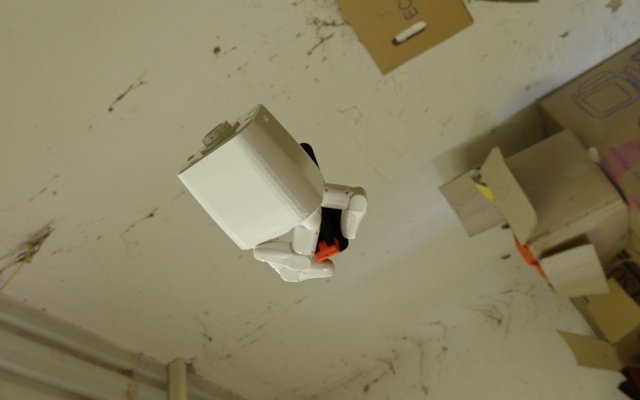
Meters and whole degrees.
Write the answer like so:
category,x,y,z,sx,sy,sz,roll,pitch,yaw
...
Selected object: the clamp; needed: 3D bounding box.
category,x,y,z,sx,sy,sz,roll,pitch,yaw
clamp,0.000,0.002,0.577,0.039,0.120,0.171,-34,20,16
